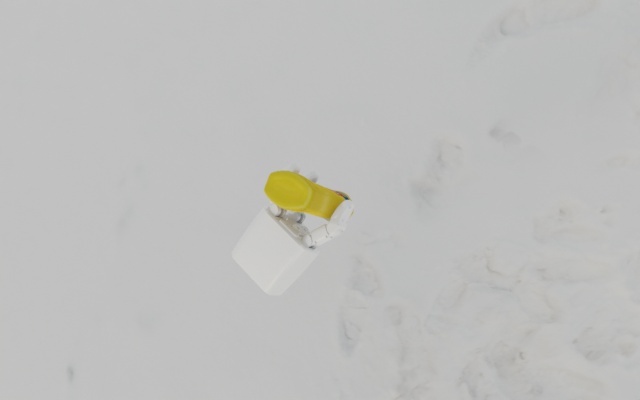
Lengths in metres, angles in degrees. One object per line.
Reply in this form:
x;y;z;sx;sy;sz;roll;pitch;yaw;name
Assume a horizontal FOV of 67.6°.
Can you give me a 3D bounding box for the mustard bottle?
0.000;0.002;0.796;0.096;0.058;0.192;19;-1;36;mustard bottle
